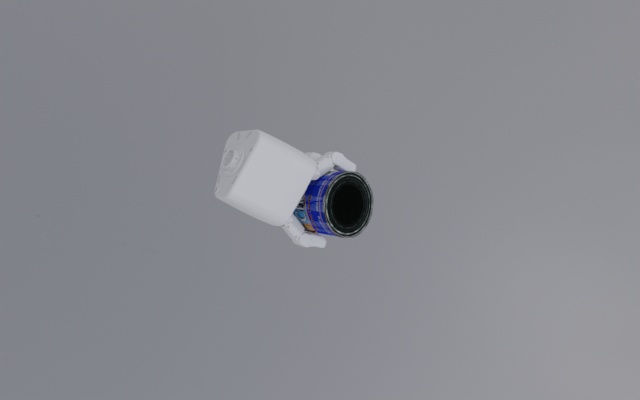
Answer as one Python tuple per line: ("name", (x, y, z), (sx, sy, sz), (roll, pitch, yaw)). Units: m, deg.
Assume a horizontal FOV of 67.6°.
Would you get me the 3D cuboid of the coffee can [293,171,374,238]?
("coffee can", (0.000, 0.003, 0.770), (0.103, 0.103, 0.140), (0, 3, -40))
